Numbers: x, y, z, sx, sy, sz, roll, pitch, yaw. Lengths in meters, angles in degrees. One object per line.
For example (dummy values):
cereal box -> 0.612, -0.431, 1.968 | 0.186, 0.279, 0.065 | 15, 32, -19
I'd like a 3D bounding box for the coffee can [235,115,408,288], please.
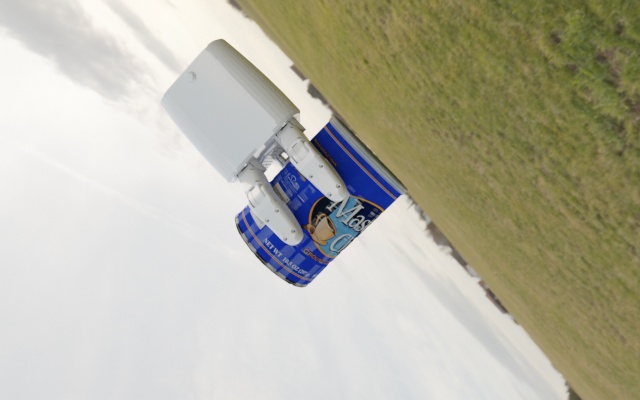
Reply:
coffee can -> 0.000, 0.002, 0.474 | 0.140, 0.103, 0.103 | -45, -10, 10
